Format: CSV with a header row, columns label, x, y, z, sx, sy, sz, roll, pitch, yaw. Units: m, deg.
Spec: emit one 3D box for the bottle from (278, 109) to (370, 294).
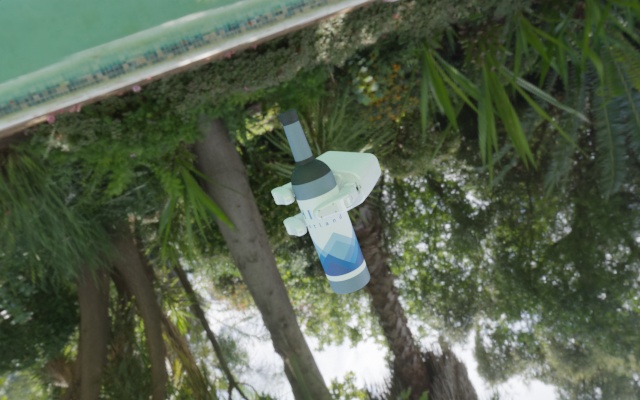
label,x,y,z,sx,sy,sz,roll,pitch,yaw
bottle,0.000,0.003,0.741,0.069,0.296,0.069,-19,16,6
